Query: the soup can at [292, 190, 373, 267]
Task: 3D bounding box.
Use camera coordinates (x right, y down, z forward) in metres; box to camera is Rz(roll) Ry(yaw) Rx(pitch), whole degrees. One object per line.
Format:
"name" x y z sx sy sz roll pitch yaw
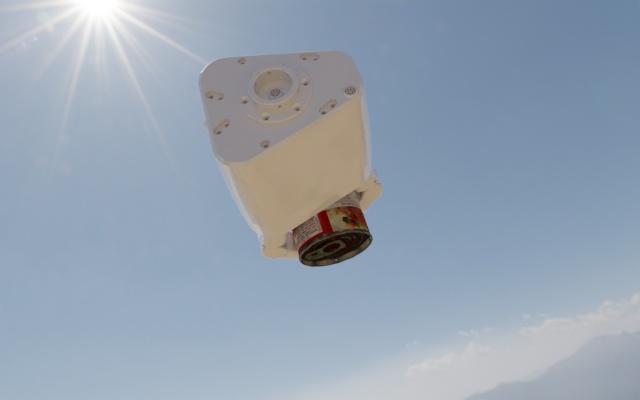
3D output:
"soup can" 0.000 0.001 0.446 0.068 0.102 0.068 -14 -27 -8
